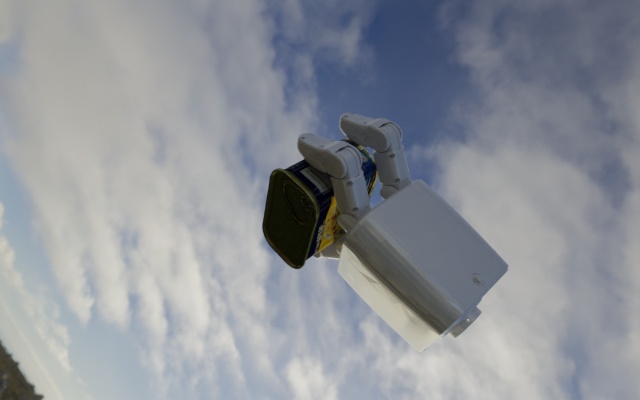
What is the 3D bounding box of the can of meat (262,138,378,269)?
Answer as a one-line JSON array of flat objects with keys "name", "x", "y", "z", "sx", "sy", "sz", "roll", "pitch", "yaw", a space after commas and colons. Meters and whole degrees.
[{"name": "can of meat", "x": 0.000, "y": 0.001, "z": 0.434, "sx": 0.084, "sy": 0.102, "sz": 0.057, "roll": -31, "pitch": 62, "yaw": -34}]
